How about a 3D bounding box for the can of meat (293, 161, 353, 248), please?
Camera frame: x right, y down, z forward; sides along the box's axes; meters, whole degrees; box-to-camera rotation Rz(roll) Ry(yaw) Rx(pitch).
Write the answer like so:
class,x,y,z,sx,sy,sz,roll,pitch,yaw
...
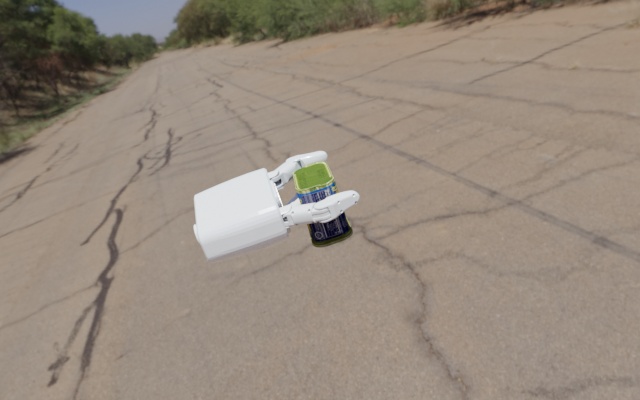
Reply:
class,x,y,z,sx,sy,sz,roll,pitch,yaw
can of meat,0.000,0.002,0.650,0.057,0.084,0.102,-18,22,-1
